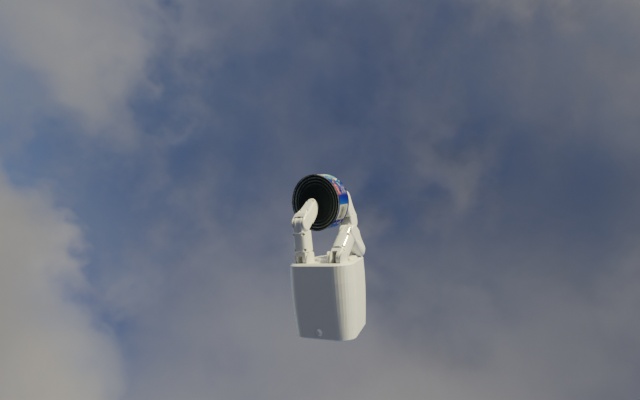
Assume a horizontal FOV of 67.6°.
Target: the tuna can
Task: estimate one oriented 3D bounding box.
[{"bbox_3d":[0.000,0.002,0.729,0.086,0.086,0.034,0,4,35],"label":"tuna can"}]
